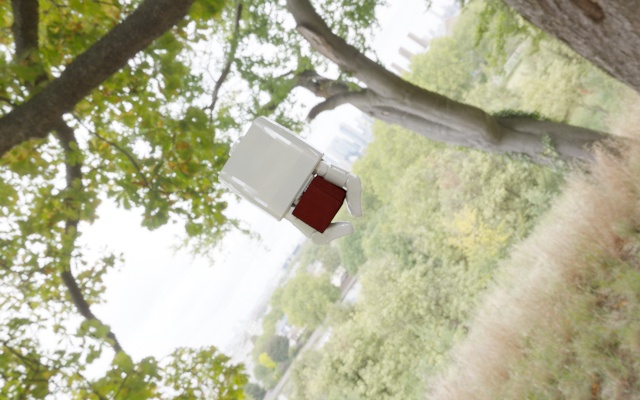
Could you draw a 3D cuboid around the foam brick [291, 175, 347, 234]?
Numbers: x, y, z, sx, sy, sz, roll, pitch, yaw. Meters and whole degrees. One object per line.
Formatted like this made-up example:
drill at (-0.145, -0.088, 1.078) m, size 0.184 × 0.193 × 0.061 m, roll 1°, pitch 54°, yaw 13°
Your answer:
foam brick at (0.000, 0.002, 0.652) m, size 0.051 × 0.053 × 0.078 m, roll 33°, pitch 15°, yaw -1°
